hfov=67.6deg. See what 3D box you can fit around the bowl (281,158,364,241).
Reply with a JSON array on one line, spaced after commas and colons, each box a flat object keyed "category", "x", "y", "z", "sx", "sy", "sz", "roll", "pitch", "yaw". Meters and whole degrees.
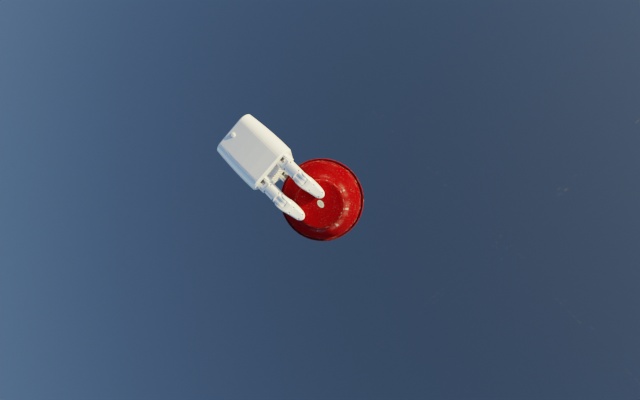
[{"category": "bowl", "x": 0.001, "y": 0.004, "z": 0.896, "sx": 0.162, "sy": 0.162, "sz": 0.055, "roll": 0, "pitch": 8, "yaw": 5}]
